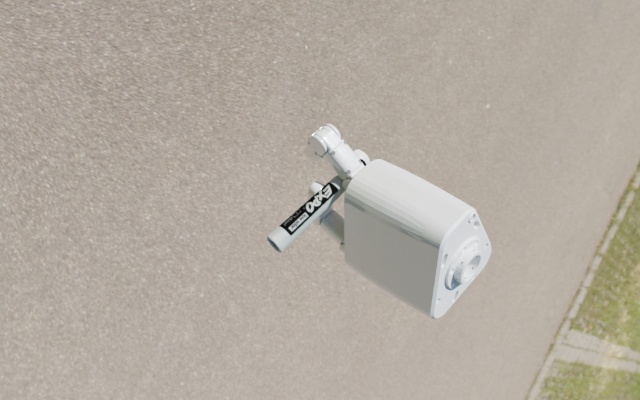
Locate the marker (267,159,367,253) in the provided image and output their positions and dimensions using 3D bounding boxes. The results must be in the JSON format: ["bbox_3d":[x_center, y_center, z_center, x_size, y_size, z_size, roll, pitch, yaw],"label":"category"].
[{"bbox_3d":[0.000,0.001,0.446,0.121,0.020,0.020,-42,17,-20],"label":"marker"}]
